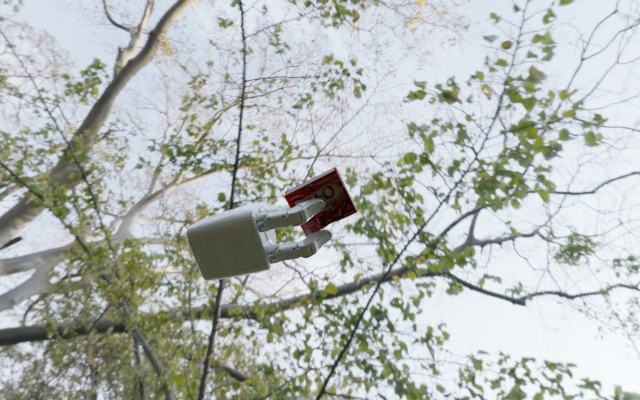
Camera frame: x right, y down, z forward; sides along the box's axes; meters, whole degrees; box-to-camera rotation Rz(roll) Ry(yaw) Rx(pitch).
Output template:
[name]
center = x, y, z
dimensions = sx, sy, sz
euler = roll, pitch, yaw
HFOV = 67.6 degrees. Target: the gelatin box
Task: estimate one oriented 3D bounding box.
[gelatin box]
center = 0.000, 0.002, 0.717
dimensions = 0.089, 0.073, 0.030
euler = -26, 14, 8
